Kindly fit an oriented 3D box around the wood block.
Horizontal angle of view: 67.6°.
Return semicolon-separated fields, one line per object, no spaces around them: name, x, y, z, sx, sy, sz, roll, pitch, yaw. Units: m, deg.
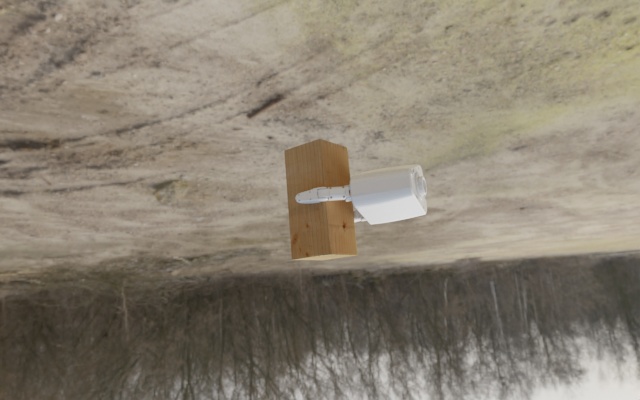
wood block;0.000;0.003;0.885;0.090;0.206;0.091;-13;-14;36
